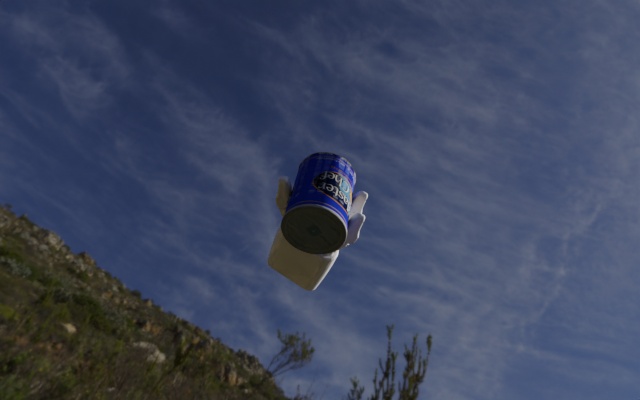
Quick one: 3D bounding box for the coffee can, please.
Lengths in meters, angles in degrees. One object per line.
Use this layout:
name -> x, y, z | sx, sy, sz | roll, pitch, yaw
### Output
coffee can -> 0.000, 0.003, 0.781 | 0.103, 0.103, 0.140 | 0, 41, 12
